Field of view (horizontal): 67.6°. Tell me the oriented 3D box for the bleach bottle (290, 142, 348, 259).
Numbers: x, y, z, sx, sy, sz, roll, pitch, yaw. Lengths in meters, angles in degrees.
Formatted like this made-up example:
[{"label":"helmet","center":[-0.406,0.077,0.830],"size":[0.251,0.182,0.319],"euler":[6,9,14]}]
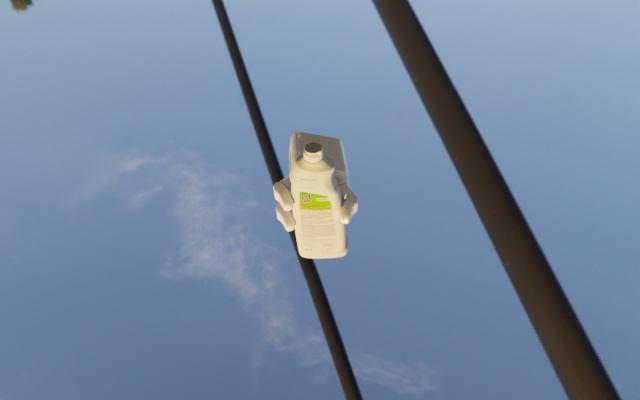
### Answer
[{"label":"bleach bottle","center":[0.000,0.003,0.849],"size":[0.102,0.068,0.251],"euler":[-3,-44,-1]}]
